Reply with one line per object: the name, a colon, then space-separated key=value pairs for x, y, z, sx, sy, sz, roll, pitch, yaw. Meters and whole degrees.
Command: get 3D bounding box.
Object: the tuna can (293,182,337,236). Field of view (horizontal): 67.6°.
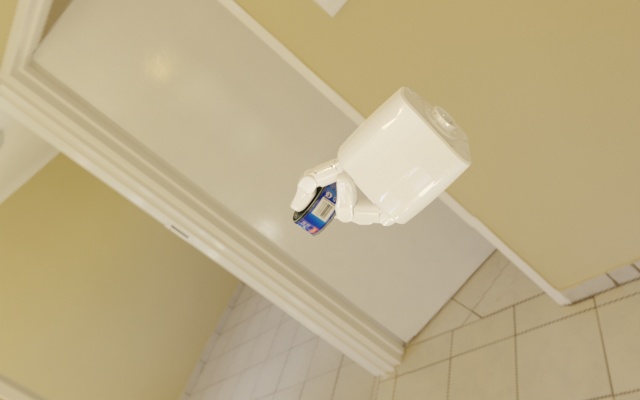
tuna can: x=0.000 y=0.002 z=0.630 sx=0.034 sy=0.086 sz=0.086 roll=34 pitch=-9 yaw=-13
